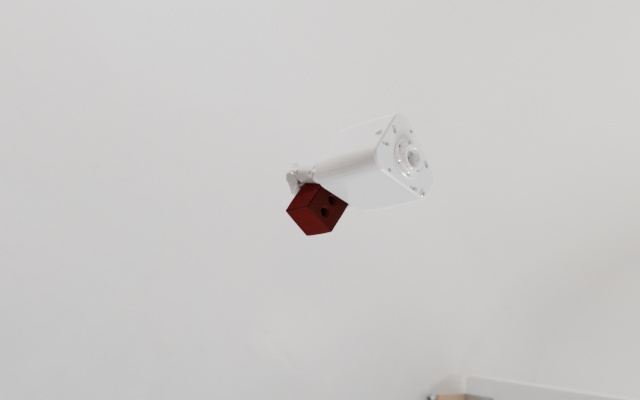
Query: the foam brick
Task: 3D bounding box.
[{"bbox_3d":[0.000,0.002,0.662,0.051,0.078,0.053,-10,-51,48],"label":"foam brick"}]
